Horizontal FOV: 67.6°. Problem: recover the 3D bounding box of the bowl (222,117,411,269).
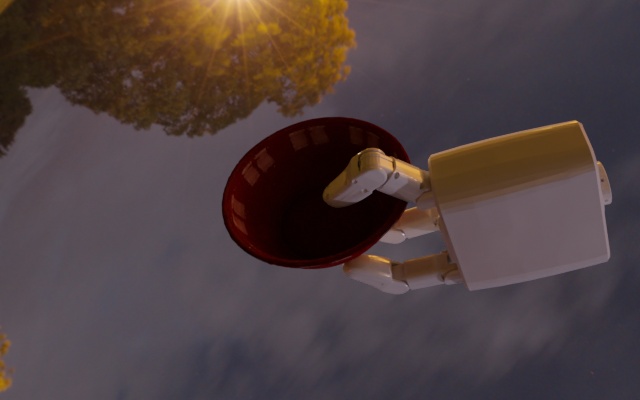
[{"bbox_3d":[-0.001,0.002,0.414,0.162,0.162,0.055,0,-39,15],"label":"bowl"}]
